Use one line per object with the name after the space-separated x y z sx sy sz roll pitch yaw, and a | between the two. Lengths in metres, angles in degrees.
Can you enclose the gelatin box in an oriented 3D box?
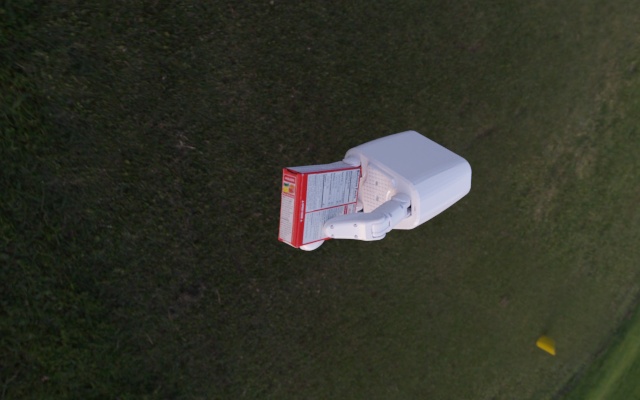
0.000 0.002 0.482 0.030 0.073 0.089 19 20 40 | gelatin box
